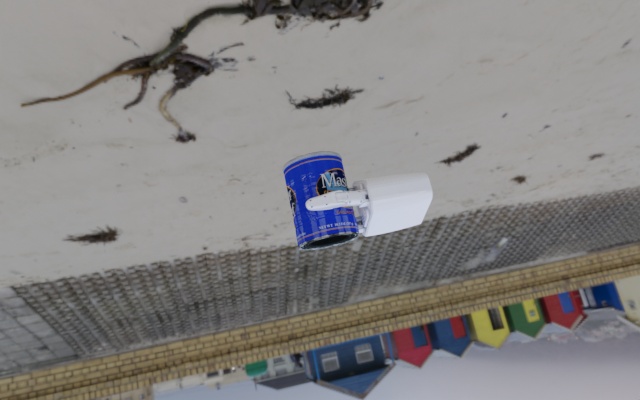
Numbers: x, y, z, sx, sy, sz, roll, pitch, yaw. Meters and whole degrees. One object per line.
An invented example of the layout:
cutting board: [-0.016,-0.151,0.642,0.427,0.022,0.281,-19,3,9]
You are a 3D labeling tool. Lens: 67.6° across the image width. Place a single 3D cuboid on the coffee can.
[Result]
coffee can: [0.000,0.002,0.794,0.103,0.140,0.103,-12,-15,-3]
